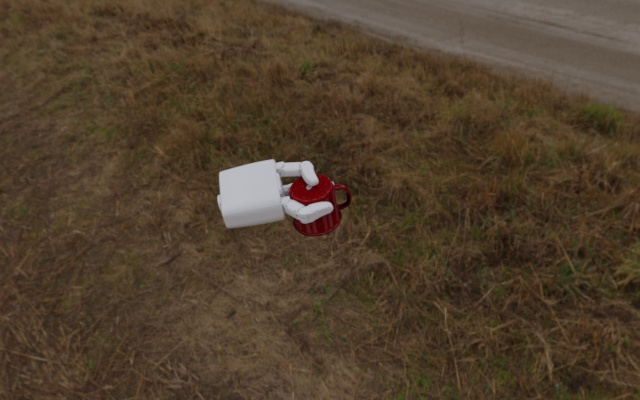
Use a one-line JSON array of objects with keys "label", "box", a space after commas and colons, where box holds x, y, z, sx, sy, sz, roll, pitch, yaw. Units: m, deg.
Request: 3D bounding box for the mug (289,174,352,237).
[{"label": "mug", "box": [0.002, 0.002, 0.876, 0.117, 0.082, 0.093, -13, 40, -2]}]
